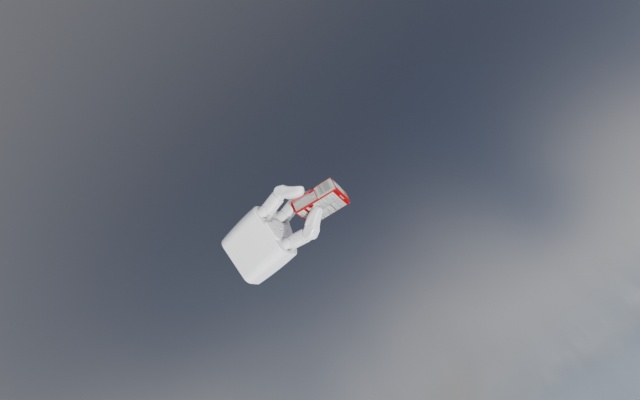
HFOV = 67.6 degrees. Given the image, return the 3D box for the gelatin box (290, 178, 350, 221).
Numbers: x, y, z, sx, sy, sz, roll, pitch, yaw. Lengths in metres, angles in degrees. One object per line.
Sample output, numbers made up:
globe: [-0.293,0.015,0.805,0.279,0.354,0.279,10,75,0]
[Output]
gelatin box: [0.001,0.003,0.877,0.089,0.030,0.073,-31,-30,12]
